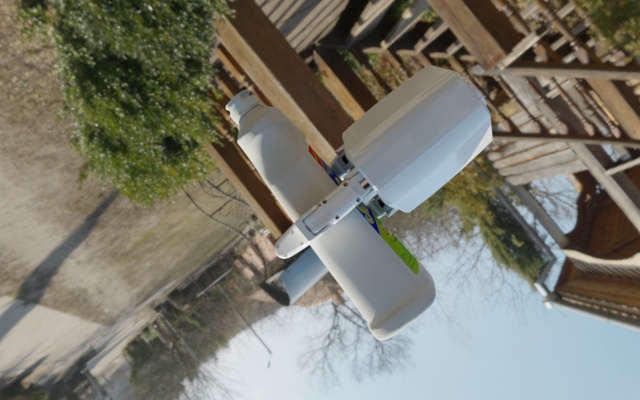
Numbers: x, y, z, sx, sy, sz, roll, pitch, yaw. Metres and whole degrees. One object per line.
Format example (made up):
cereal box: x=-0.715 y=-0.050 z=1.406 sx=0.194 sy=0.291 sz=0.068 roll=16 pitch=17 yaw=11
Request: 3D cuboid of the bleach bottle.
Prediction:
bleach bottle: x=0.000 y=0.001 z=0.440 sx=0.068 sy=0.251 sz=0.102 roll=-40 pitch=-1 yaw=12
